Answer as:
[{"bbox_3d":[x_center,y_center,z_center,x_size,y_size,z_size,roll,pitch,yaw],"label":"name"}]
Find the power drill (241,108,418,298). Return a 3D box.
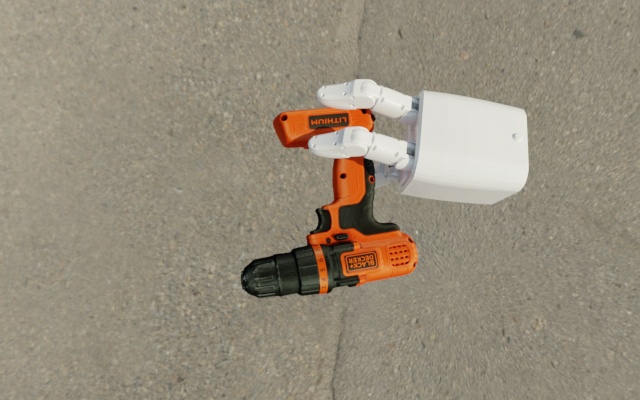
[{"bbox_3d":[0.000,0.001,0.498,0.184,0.187,0.057,-8,-4,-14],"label":"power drill"}]
